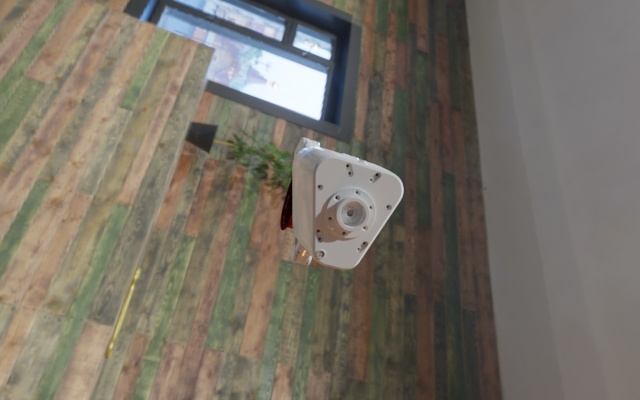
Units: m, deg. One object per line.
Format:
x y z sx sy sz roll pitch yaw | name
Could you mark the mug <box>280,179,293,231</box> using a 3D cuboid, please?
0.000 0.002 0.616 0.081 0.093 0.117 17 6 -13 | mug
